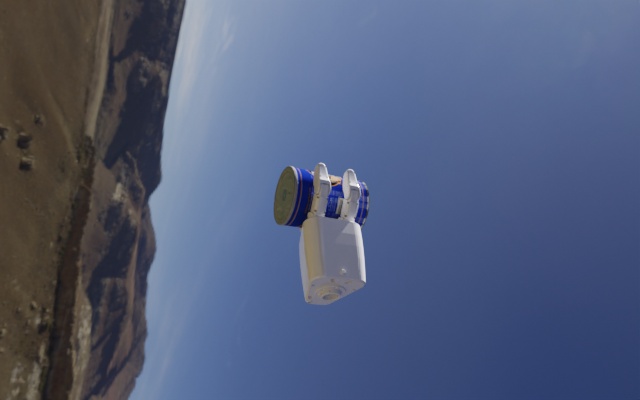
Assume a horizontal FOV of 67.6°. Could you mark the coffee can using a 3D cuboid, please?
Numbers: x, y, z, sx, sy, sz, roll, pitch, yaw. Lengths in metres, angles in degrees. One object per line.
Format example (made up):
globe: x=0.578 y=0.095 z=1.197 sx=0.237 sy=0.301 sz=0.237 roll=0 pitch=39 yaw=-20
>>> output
coffee can: x=0.000 y=0.003 z=0.840 sx=0.140 sy=0.103 sz=0.103 roll=10 pitch=-4 yaw=-22
